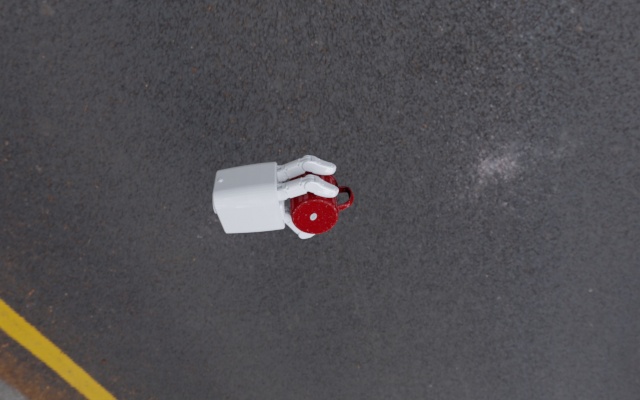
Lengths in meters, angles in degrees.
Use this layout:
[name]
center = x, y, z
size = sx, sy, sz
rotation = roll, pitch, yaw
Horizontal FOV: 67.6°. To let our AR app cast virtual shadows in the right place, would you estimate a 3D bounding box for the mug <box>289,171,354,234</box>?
[mug]
center = 0.002, 0.003, 0.833
size = 0.117, 0.093, 0.081
rotation = -7, 40, 1
